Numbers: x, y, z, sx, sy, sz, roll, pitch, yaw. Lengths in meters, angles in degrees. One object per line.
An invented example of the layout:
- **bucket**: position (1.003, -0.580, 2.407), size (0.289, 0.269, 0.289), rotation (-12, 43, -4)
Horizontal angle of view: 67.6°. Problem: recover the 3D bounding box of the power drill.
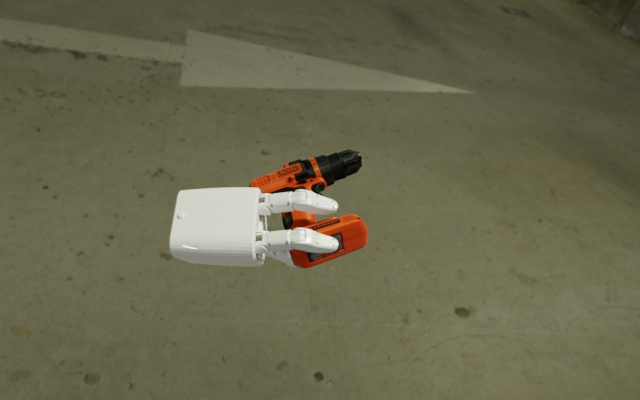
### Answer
- **power drill**: position (0.000, 0.003, 0.692), size (0.184, 0.057, 0.187), rotation (-21, 39, -6)
